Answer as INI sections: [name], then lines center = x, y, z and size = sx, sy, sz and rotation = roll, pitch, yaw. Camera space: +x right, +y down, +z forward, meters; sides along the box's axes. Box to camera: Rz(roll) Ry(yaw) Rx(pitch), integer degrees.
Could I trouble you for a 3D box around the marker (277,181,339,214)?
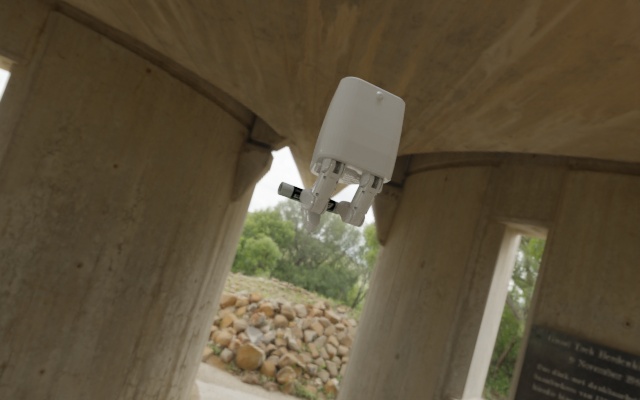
[marker]
center = 0.000, 0.002, 0.639
size = 0.121, 0.020, 0.020
rotation = 19, -8, -23
